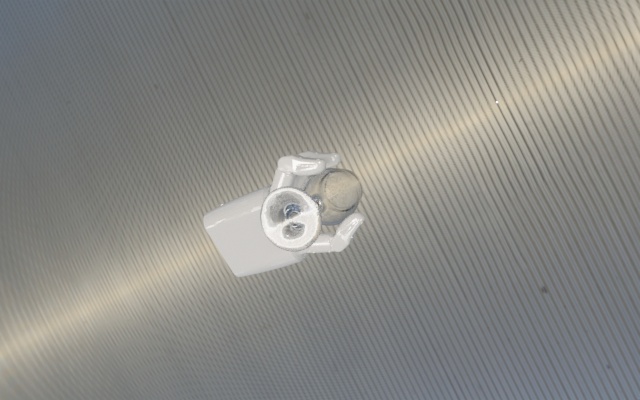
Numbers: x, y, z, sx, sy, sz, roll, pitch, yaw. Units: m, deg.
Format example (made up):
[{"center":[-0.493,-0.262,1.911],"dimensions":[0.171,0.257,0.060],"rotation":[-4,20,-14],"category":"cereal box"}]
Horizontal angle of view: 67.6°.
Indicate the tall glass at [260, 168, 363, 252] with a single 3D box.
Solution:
[{"center":[0.000,0.002,0.616],"dimensions":[0.079,0.079,0.201],"rotation":[0,11,21],"category":"tall glass"}]
